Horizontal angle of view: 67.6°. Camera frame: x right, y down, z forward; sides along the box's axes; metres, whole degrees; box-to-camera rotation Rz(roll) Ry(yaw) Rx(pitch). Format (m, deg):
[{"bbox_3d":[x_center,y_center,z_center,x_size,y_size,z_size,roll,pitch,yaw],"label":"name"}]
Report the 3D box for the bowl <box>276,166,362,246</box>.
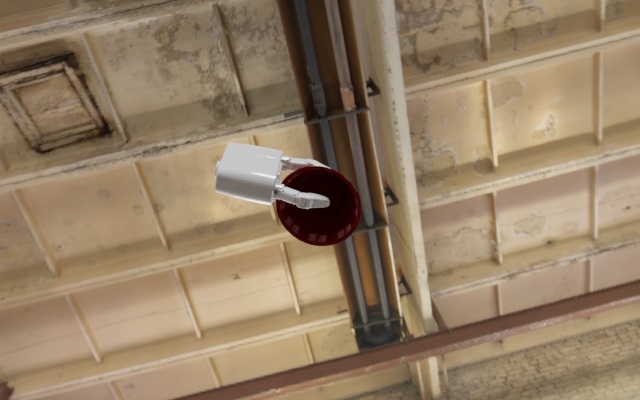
[{"bbox_3d":[0.001,0.003,0.899,0.162,0.162,0.055,0,23,13],"label":"bowl"}]
